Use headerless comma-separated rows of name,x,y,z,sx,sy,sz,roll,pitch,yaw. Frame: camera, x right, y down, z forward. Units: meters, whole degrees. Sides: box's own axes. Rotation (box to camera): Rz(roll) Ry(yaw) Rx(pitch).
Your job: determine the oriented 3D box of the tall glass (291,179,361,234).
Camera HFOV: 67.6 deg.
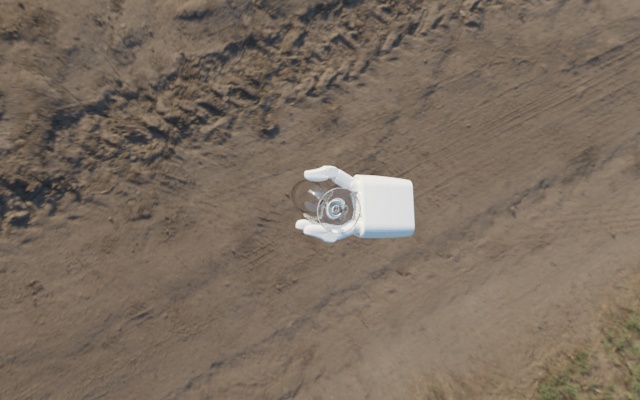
tall glass,0.000,0.003,0.853,0.079,0.079,0.201,0,8,-18
